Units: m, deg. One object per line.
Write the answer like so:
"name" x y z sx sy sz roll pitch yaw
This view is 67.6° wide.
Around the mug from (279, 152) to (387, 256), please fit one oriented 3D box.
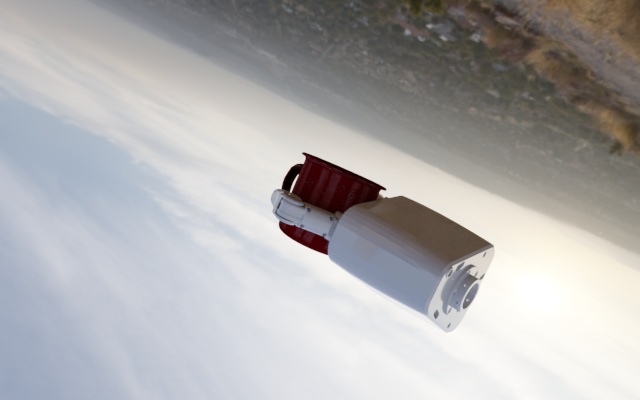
"mug" -0.001 0.001 0.492 0.117 0.081 0.093 29 8 37
